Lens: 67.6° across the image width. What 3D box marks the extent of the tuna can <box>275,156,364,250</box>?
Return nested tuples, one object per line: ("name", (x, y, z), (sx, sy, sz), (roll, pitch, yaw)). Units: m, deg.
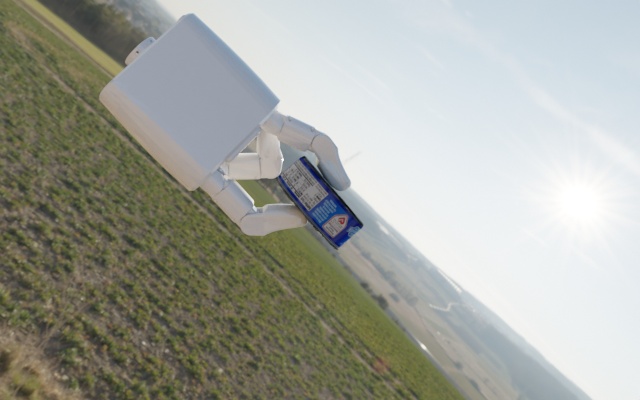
("tuna can", (0.001, 0.001, 0.429), (0.034, 0.086, 0.086), (-41, -2, 2))
